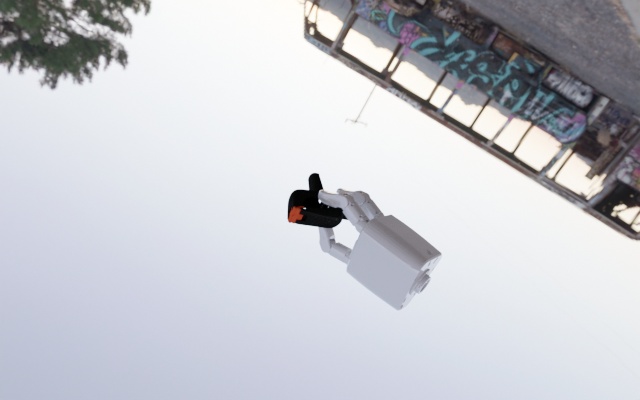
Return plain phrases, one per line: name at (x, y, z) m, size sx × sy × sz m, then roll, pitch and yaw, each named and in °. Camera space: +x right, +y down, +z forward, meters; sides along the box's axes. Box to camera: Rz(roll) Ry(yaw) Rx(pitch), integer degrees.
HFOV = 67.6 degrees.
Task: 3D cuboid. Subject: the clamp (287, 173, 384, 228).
clamp at (0.000, 0.004, 0.810) m, size 0.164 × 0.036 × 0.210 m, roll 34°, pitch 22°, yaw 26°
